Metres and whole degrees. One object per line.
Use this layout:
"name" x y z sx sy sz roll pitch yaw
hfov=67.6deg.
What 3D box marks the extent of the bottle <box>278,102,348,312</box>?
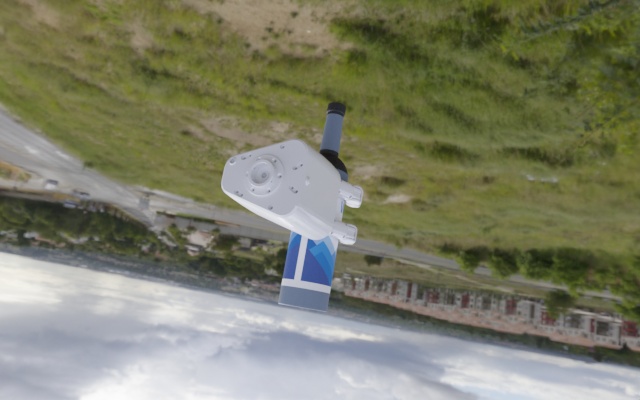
"bottle" 0.000 0.002 0.671 0.069 0.295 0.069 9 -13 2
